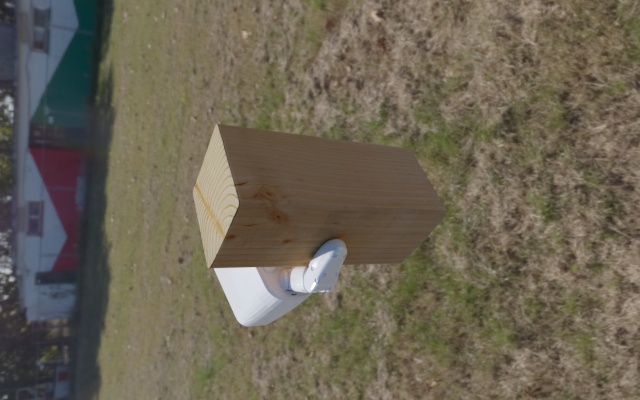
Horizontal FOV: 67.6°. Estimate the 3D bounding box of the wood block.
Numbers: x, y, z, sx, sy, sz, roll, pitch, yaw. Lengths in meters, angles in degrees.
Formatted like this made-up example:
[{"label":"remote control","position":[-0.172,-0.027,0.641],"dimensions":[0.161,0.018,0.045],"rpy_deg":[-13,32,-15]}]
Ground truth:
[{"label":"wood block","position":[0.000,0.002,0.445],"dimensions":[0.206,0.090,0.090],"rpy_deg":[3,-41,-30]}]
